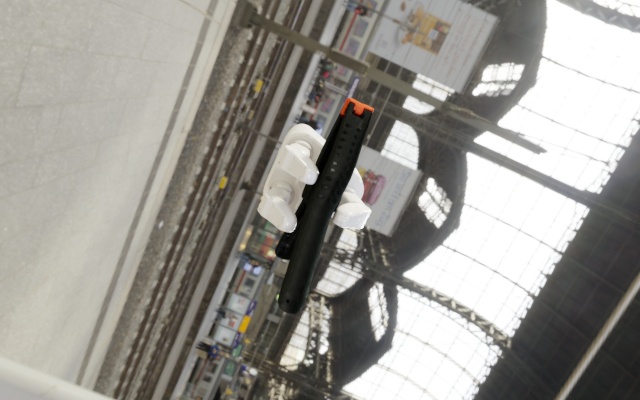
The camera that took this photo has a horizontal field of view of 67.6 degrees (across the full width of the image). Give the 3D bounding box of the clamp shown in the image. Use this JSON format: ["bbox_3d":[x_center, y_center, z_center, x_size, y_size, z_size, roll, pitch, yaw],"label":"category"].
[{"bbox_3d":[0.001,0.001,0.483,0.036,0.210,0.164,22,15,-12],"label":"clamp"}]
